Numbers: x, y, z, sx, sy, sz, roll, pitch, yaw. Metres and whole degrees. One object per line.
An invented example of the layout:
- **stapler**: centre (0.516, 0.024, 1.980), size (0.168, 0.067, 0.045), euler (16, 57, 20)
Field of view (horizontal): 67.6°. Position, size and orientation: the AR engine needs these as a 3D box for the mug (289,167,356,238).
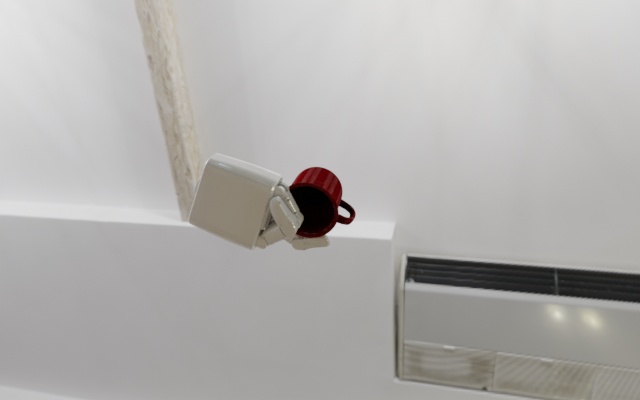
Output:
- **mug**: centre (0.002, 0.003, 0.742), size (0.117, 0.093, 0.081), euler (21, 29, 2)
